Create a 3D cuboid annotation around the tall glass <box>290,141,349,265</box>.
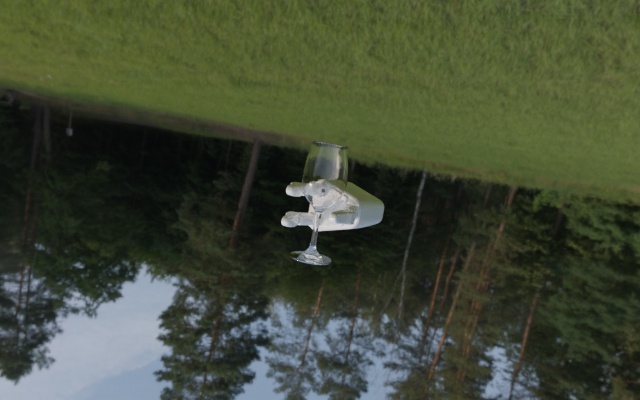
[{"bbox_3d":[0.000,0.003,0.814,0.079,0.201,0.079,10,7,-1],"label":"tall glass"}]
